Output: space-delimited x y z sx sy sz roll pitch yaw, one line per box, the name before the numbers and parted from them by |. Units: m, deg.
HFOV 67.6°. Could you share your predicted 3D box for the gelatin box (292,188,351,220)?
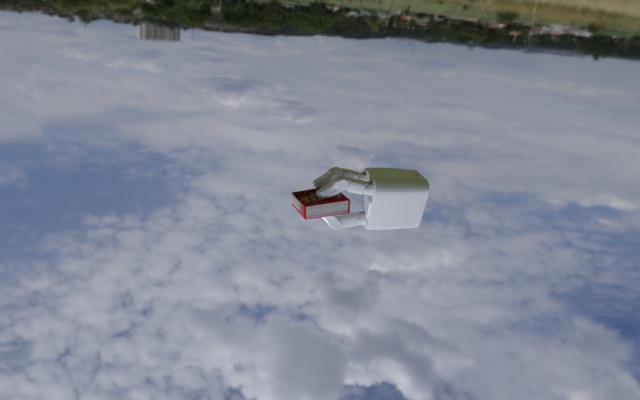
gelatin box | 0.000 0.003 0.872 0.089 0.030 0.073 -9 24 -20
